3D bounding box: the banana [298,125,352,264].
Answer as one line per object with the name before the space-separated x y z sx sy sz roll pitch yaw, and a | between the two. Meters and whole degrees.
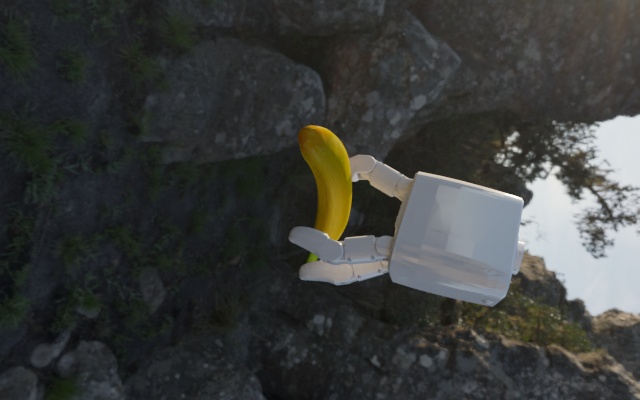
banana | 0.007 -0.009 0.477 0.037 0.069 0.198 16 -39 16
